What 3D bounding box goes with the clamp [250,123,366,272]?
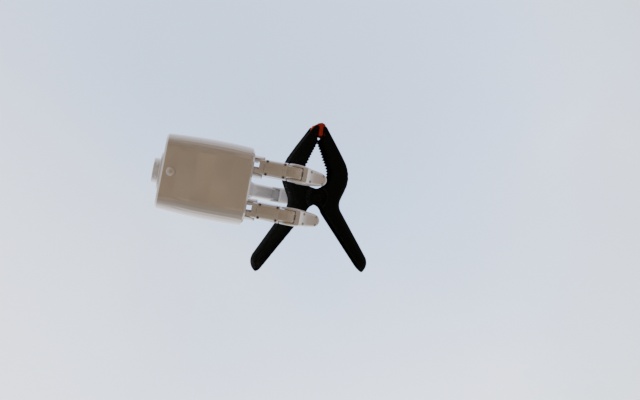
[{"bbox_3d":[0.000,0.002,0.657,0.164,0.210,0.036,11,-3,-20],"label":"clamp"}]
